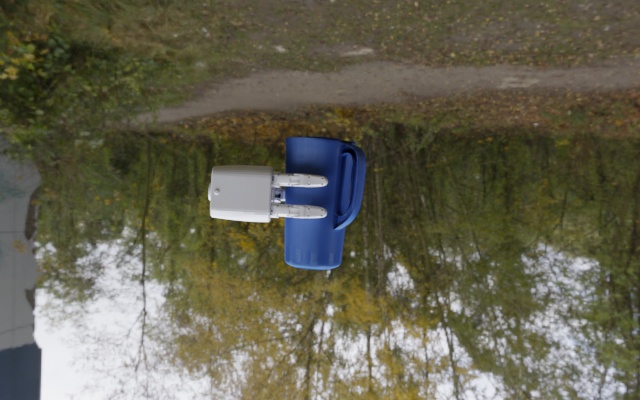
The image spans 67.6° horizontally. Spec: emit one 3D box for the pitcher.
[{"bbox_3d":[0.000,0.003,0.891,0.145,0.243,0.149,3,2,-3],"label":"pitcher"}]
